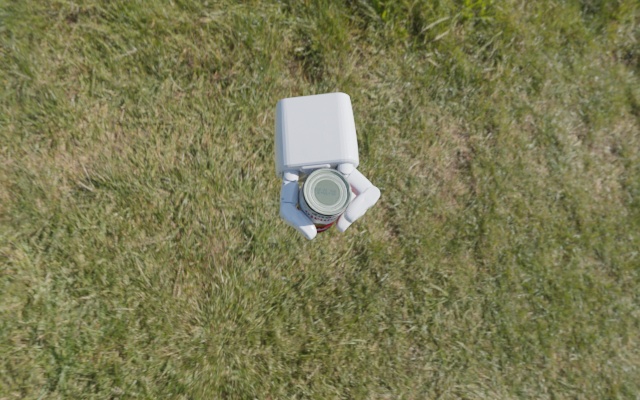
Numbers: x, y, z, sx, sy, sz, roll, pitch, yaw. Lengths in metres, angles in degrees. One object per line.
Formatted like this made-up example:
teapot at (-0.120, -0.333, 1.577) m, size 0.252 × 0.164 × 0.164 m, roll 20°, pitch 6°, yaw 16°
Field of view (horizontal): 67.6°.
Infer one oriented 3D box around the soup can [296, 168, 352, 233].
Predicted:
soup can at (0.000, 0.003, 0.671) m, size 0.068 × 0.068 × 0.102 m, roll 0°, pitch -17°, yaw -12°
